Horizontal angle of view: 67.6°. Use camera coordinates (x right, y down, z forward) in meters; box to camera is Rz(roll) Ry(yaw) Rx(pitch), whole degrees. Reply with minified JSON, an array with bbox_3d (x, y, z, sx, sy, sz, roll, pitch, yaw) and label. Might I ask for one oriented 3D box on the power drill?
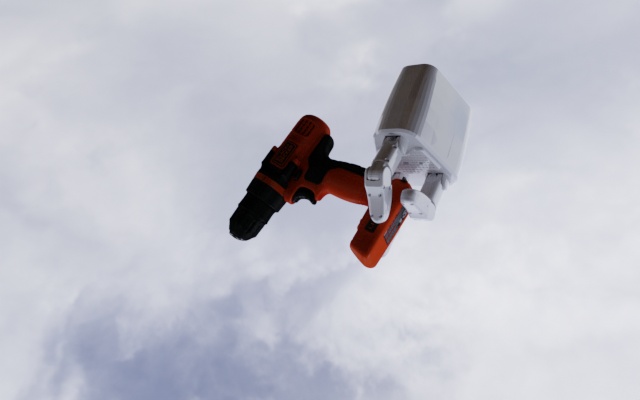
[{"bbox_3d":[0.001,0.002,0.569,0.187,0.184,0.057,30,-9,24],"label":"power drill"}]
